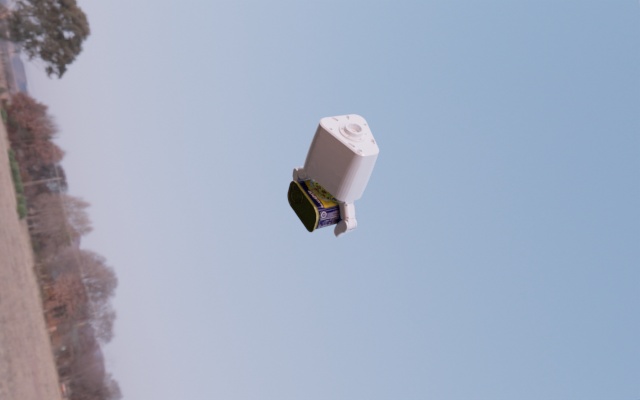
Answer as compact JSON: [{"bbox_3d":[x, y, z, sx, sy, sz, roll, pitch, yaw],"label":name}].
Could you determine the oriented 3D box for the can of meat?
[{"bbox_3d":[0.000,0.003,0.878,0.084,0.057,0.102,-13,48,-31],"label":"can of meat"}]
